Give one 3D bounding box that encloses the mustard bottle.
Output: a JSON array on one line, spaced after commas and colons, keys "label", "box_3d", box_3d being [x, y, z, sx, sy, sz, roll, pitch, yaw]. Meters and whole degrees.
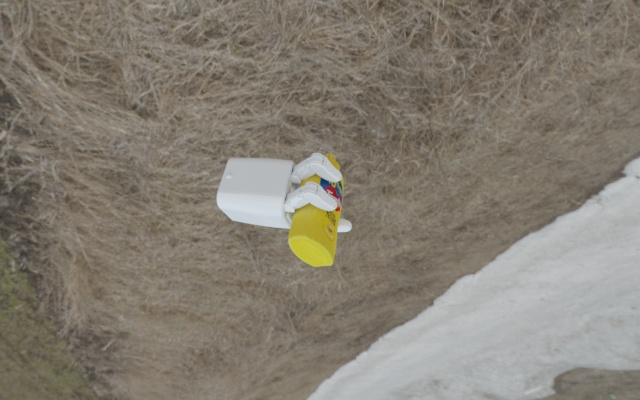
[{"label": "mustard bottle", "box_3d": [0.000, 0.003, 0.769, 0.058, 0.191, 0.096, -10, -38, 28]}]
